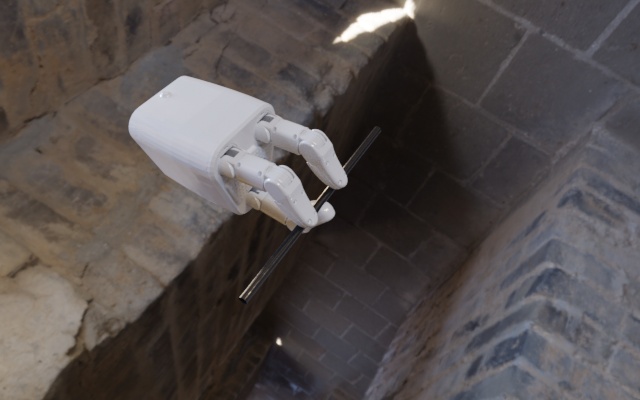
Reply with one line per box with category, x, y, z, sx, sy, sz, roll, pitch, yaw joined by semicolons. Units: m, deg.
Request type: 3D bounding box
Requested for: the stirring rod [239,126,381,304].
stirring rod;0.000;0.001;0.444;0.011;0.011;0.239;0;40;42
